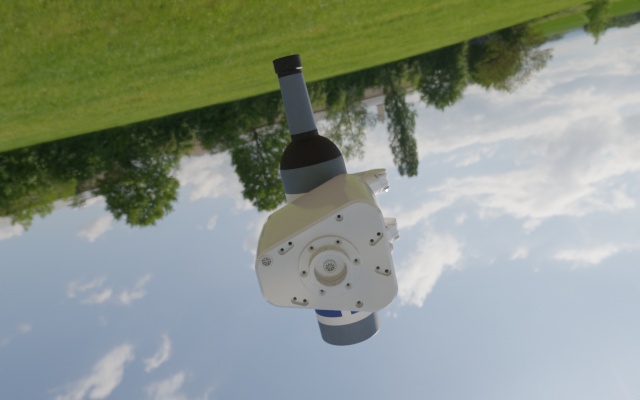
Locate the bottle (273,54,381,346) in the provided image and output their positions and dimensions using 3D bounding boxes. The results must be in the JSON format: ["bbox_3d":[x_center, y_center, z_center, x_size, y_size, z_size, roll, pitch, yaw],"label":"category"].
[{"bbox_3d":[0.000,0.002,0.493,0.069,0.296,0.069,-13,12,3],"label":"bottle"}]
